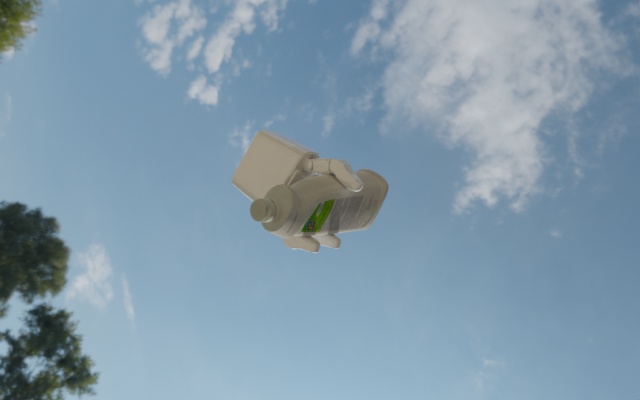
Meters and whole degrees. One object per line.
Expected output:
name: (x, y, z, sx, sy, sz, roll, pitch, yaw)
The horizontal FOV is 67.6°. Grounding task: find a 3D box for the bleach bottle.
bleach bottle: (0.000, 0.002, 0.698, 0.068, 0.102, 0.251, 34, 21, 32)
